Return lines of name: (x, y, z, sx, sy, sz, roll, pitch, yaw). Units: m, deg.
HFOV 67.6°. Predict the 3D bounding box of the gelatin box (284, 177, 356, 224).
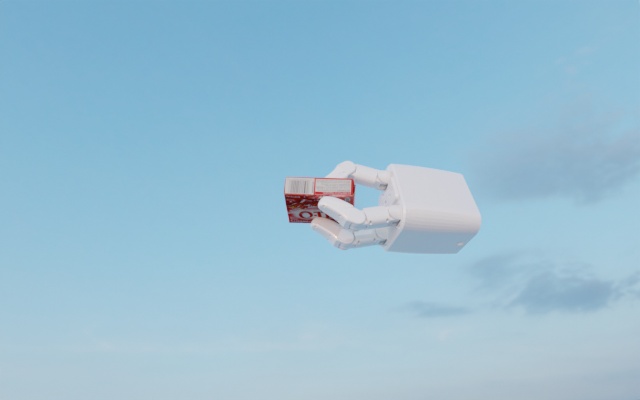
gelatin box: (0.000, 0.002, 0.621, 0.089, 0.030, 0.073, 2, -32, 4)
